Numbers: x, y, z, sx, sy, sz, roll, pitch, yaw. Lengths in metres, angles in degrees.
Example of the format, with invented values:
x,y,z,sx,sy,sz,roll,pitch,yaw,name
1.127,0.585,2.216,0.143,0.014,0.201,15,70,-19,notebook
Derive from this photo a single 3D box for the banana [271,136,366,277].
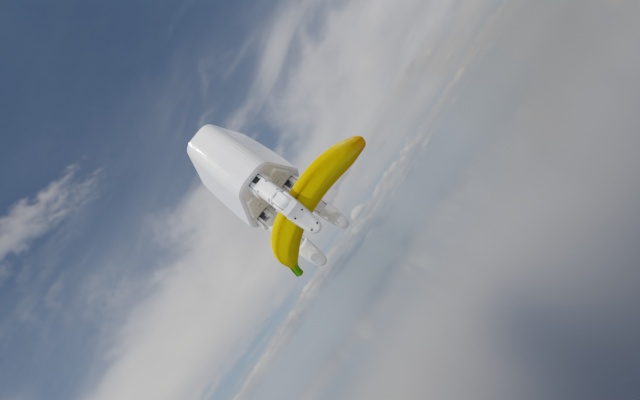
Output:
x,y,z,sx,sy,sz,roll,pitch,yaw,name
-0.013,0.003,0.582,0.037,0.198,0.069,37,16,35,banana
